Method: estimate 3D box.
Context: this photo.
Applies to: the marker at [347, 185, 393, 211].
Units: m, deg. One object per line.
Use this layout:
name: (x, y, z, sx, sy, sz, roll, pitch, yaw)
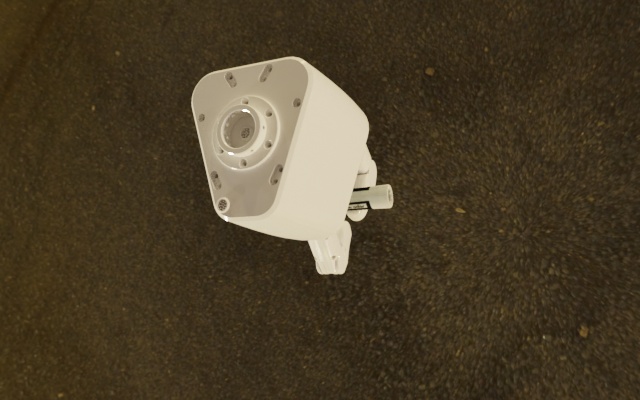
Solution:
marker: (0.000, 0.001, 0.403, 0.121, 0.020, 0.020, -5, -2, 22)
